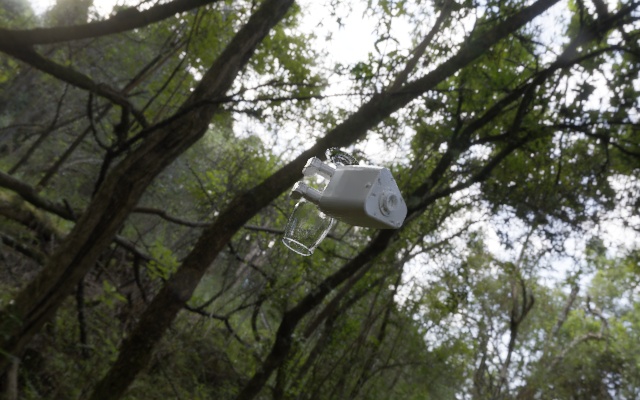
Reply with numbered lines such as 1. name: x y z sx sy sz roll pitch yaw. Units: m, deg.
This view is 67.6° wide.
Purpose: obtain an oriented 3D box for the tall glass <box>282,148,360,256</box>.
1. tall glass: 0.000 0.002 0.898 0.079 0.201 0.079 24 -21 10
